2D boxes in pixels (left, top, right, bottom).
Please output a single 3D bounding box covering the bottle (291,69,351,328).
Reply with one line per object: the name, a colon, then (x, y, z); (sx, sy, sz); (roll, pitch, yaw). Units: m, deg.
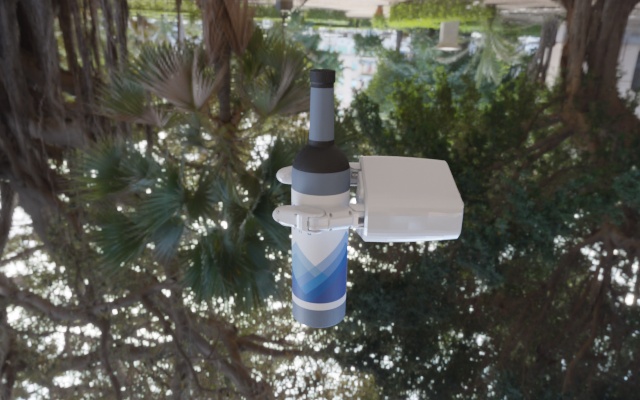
bottle: (0.000, 0.002, 0.550); (0.069, 0.296, 0.069); (1, 19, 0)
